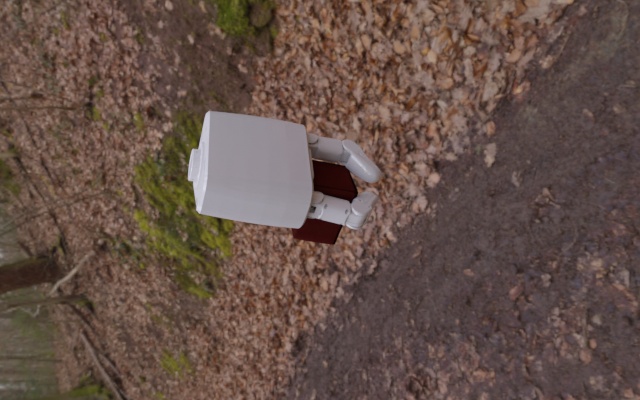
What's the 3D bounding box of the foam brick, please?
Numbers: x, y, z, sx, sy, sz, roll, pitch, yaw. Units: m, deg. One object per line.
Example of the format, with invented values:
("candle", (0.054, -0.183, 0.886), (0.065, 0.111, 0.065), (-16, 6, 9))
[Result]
("foam brick", (0.000, 0.002, 0.533), (0.051, 0.078, 0.053), (8, 35, -20))
